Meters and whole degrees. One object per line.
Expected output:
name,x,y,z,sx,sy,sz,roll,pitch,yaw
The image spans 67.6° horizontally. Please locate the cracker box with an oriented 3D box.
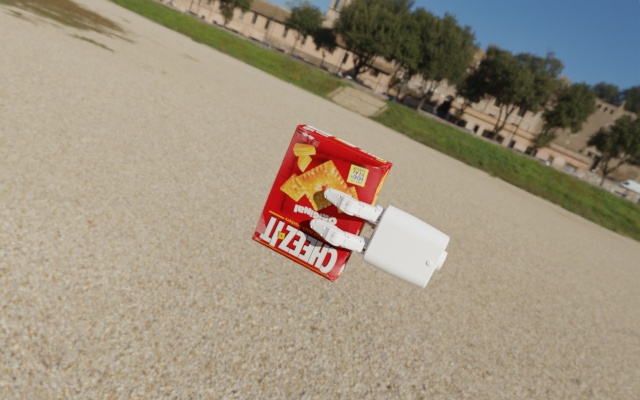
cracker box,0.000,0.002,0.796,0.164,0.214,0.072,26,14,12
